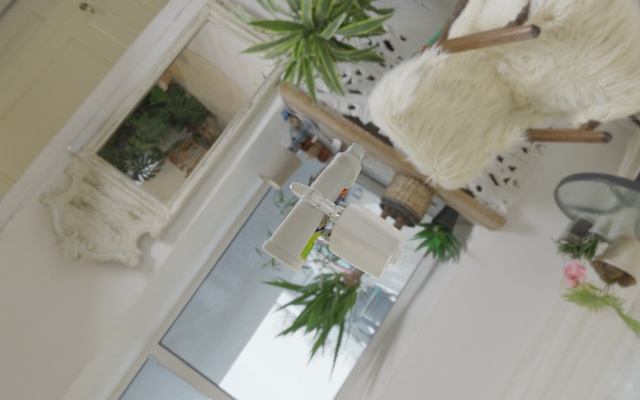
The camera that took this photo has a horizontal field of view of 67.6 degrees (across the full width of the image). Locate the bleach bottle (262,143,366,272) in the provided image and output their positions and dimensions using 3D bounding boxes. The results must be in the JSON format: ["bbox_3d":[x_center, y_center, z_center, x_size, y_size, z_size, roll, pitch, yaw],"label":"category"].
[{"bbox_3d":[0.000,0.003,0.840,0.068,0.251,0.102,32,-10,13],"label":"bleach bottle"}]
